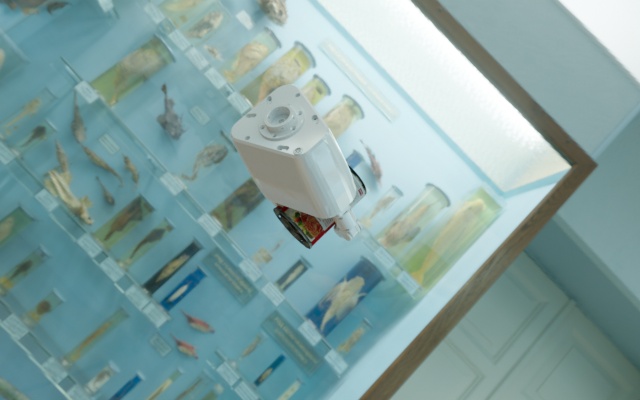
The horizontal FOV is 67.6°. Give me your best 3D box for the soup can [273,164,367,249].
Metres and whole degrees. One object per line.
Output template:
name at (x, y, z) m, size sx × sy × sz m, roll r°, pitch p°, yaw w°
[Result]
soup can at (0.001, 0.002, 0.603) m, size 0.102 × 0.068 × 0.068 m, roll -43°, pitch 12°, yaw -13°
